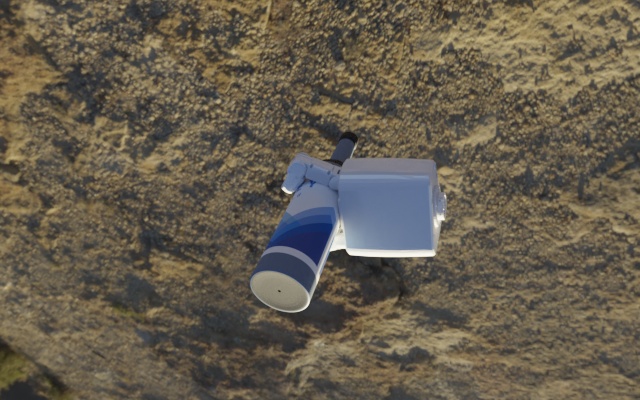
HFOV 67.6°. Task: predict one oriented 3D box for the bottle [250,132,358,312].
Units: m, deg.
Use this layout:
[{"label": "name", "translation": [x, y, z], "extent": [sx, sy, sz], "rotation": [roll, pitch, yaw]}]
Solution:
[{"label": "bottle", "translation": [0.000, 0.002, 0.598], "extent": [0.069, 0.069, 0.295], "rotation": [0, 39, 22]}]
